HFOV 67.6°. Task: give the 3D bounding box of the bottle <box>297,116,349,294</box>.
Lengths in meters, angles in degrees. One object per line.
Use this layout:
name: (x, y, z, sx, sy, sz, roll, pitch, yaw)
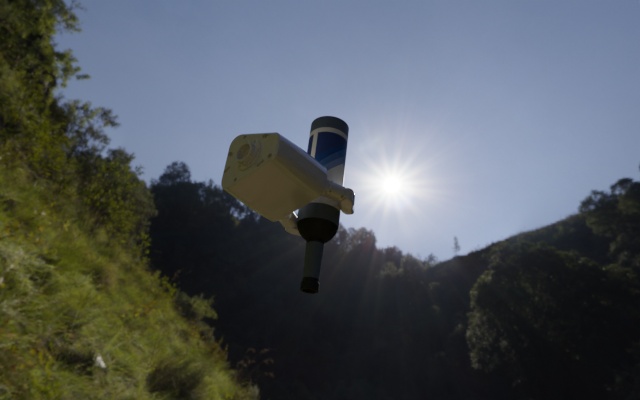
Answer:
bottle: (0.000, 0.002, 0.762, 0.069, 0.295, 0.069, 6, -28, 3)
